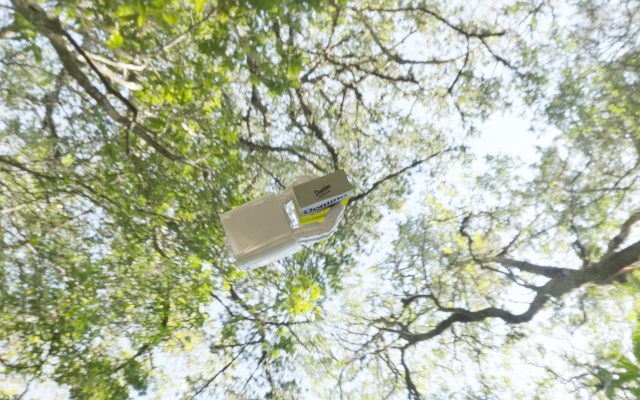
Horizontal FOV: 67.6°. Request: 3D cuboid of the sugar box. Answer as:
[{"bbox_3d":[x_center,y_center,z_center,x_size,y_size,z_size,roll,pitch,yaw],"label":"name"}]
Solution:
[{"bbox_3d":[0.000,0.003,0.852,0.093,0.048,0.176,-20,-11,-7],"label":"sugar box"}]
